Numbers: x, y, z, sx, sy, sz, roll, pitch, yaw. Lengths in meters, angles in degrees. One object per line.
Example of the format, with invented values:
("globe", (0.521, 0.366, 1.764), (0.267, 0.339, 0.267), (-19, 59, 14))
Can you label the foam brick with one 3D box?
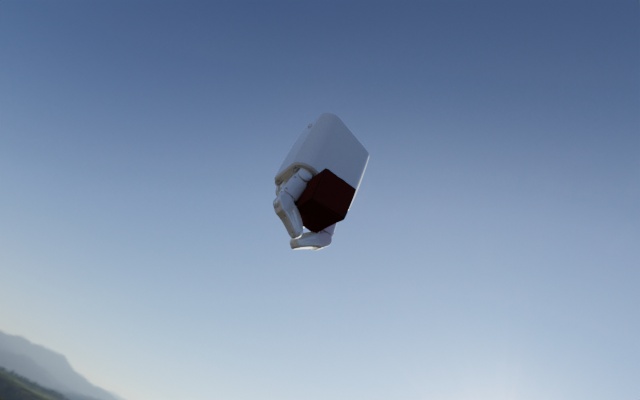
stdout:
("foam brick", (0.000, 0.002, 0.633), (0.053, 0.051, 0.078), (35, -31, -16))
